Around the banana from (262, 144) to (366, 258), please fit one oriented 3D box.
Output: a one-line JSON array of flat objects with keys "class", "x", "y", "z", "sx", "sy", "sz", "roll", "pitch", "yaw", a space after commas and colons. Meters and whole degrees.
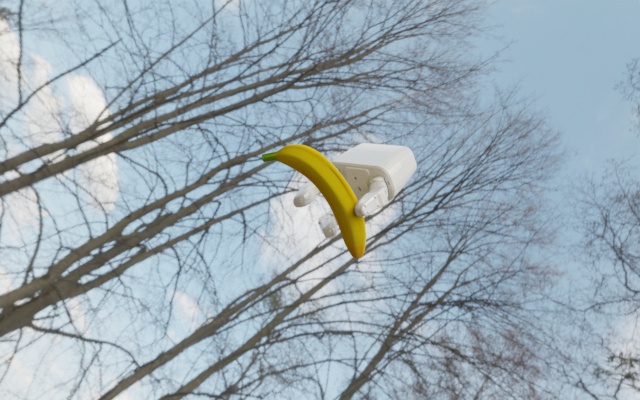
[{"class": "banana", "x": 0.009, "y": -0.010, "z": 0.652, "sx": 0.070, "sy": 0.198, "sz": 0.037, "roll": -42, "pitch": 0, "yaw": 37}]
